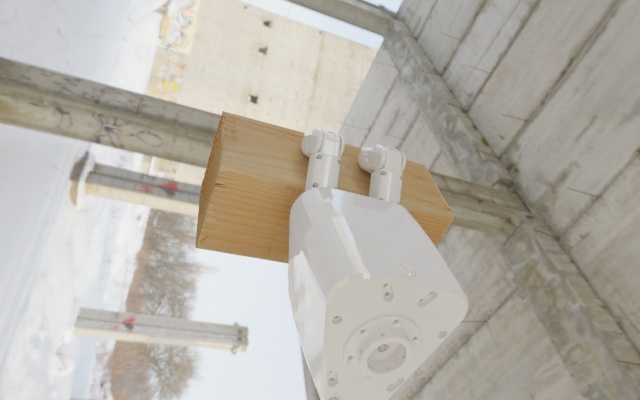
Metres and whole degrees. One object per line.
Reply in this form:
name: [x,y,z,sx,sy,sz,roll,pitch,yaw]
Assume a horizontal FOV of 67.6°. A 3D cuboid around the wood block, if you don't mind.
wood block: [0.000,0.002,0.438,0.206,0.091,0.090,13,34,-19]
